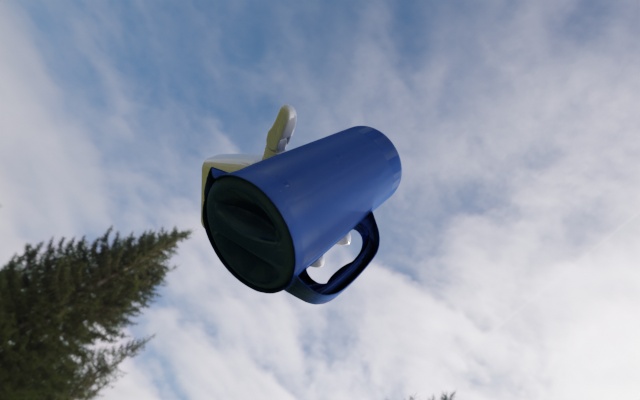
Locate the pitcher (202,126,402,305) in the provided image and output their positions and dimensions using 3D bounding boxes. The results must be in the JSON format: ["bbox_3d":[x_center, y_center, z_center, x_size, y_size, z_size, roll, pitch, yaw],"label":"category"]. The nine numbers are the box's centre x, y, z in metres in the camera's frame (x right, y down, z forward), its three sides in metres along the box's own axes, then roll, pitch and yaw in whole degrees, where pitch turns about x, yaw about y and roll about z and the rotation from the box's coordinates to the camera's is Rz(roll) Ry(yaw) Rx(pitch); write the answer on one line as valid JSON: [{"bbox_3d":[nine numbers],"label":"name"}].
[{"bbox_3d":[0.000,0.002,0.560,0.145,0.149,0.242,7,26,39],"label":"pitcher"}]
